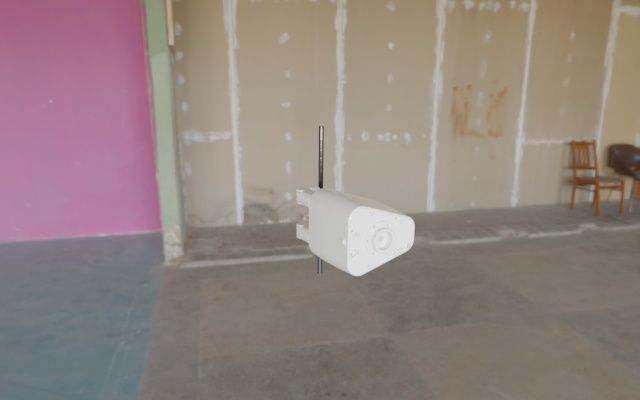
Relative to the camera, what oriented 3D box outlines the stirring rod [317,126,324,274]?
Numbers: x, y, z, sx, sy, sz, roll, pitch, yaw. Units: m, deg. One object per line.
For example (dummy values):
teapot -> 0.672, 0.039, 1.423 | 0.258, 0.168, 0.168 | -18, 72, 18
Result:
stirring rod -> 0.000, 0.003, 0.764 | 0.011, 0.239, 0.011 | 1, 13, 0
